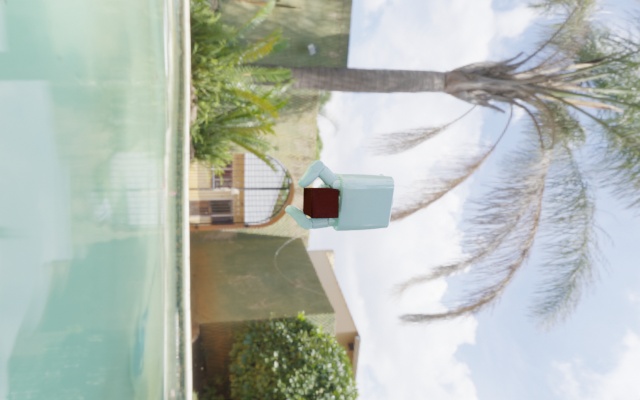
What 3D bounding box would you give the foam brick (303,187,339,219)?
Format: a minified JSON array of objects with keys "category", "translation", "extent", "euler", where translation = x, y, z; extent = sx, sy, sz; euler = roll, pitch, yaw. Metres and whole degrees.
[{"category":"foam brick","translation":[0.000,0.003,0.872],"extent":[0.051,0.053,0.078],"euler":[0,5,-13]}]
